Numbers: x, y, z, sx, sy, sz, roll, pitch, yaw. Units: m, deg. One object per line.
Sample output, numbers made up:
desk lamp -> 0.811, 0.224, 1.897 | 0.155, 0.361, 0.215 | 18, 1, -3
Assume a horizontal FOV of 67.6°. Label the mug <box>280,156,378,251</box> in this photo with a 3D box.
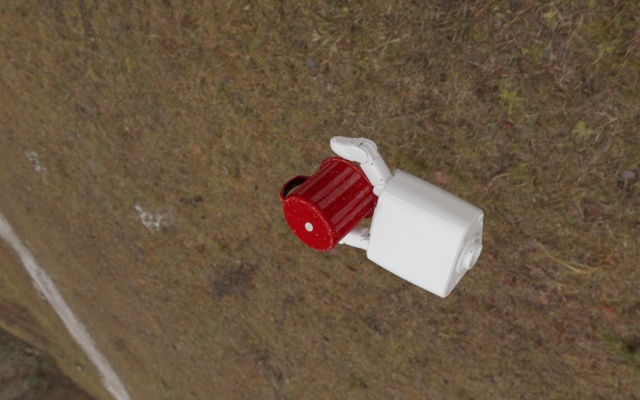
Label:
mug -> -0.001, 0.001, 0.584 | 0.117, 0.093, 0.081 | 27, 52, 30
